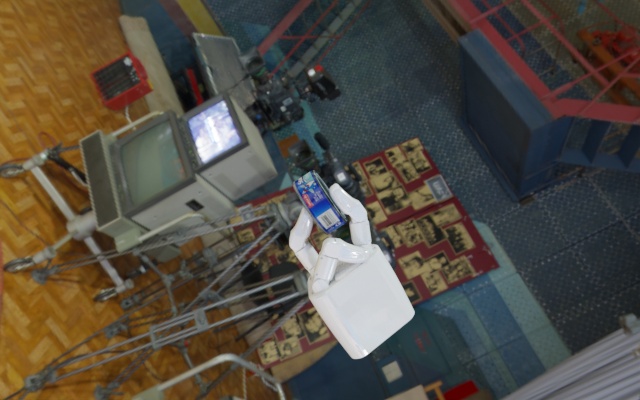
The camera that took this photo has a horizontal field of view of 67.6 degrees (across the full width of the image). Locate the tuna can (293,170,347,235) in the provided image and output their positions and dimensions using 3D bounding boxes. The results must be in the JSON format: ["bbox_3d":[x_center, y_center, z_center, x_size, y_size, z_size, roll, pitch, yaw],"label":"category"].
[{"bbox_3d":[0.001,0.002,0.644,0.034,0.086,0.086,-33,-4,6],"label":"tuna can"}]
